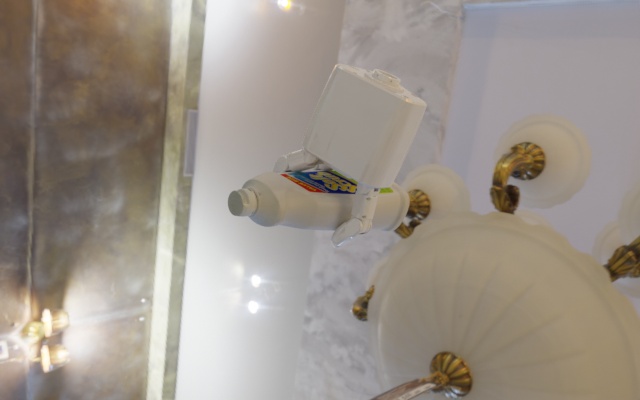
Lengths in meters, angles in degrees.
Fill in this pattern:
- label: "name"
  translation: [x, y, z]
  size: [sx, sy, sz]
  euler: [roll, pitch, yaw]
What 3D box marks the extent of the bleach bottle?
- label: "bleach bottle"
  translation: [0.000, 0.002, 0.602]
  size: [0.251, 0.068, 0.102]
  euler: [-4, 34, -46]
